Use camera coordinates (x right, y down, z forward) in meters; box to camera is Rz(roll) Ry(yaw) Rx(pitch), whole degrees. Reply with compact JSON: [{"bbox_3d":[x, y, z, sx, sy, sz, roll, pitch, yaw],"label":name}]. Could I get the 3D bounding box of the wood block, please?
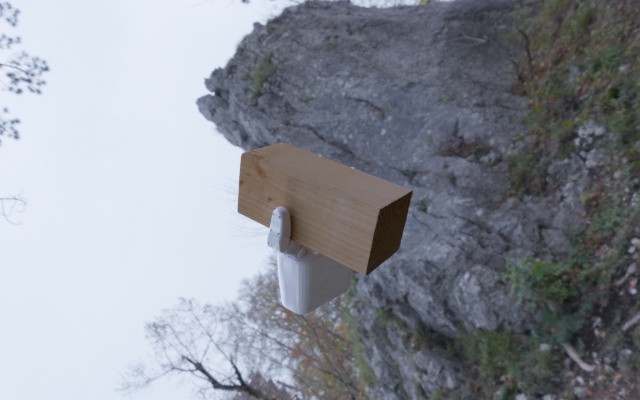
[{"bbox_3d":[0.000,0.002,0.617,0.206,0.090,0.091,23,28,28],"label":"wood block"}]
